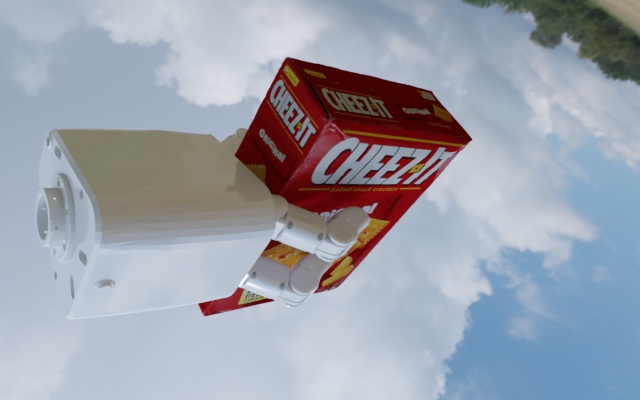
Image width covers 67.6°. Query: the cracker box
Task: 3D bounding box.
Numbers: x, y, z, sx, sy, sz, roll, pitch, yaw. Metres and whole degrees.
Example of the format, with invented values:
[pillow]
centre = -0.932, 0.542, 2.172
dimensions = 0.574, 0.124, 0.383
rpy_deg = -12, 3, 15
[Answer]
[cracker box]
centre = 0.000, 0.001, 0.401
dimensions = 0.164, 0.072, 0.214
rpy_deg = -2, -40, -43
